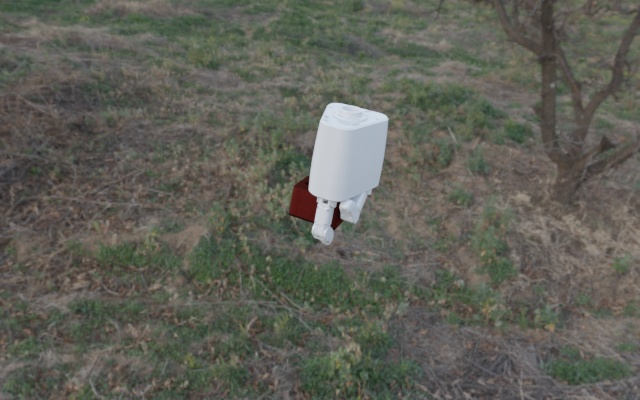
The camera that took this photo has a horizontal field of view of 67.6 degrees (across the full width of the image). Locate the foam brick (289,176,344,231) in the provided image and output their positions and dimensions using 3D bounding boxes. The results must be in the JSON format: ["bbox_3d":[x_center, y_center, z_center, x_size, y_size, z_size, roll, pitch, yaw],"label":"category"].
[{"bbox_3d":[0.000,0.002,0.723,0.078,0.051,0.053,18,28,19],"label":"foam brick"}]
